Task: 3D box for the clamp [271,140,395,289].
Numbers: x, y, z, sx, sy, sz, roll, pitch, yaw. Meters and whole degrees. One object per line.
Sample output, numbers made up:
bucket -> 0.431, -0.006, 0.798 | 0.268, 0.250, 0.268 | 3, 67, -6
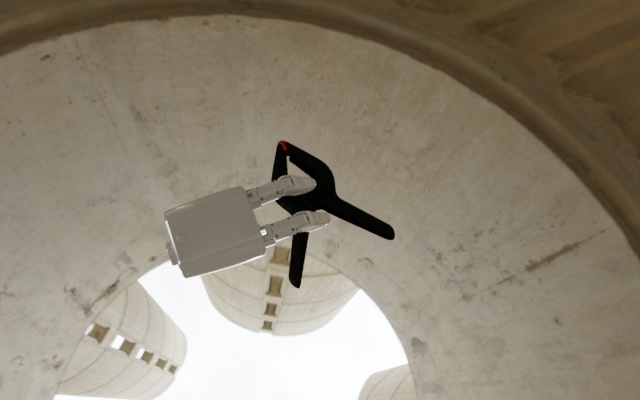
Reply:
clamp -> 0.000, 0.002, 0.681 | 0.164, 0.210, 0.036 | -18, -19, -17
